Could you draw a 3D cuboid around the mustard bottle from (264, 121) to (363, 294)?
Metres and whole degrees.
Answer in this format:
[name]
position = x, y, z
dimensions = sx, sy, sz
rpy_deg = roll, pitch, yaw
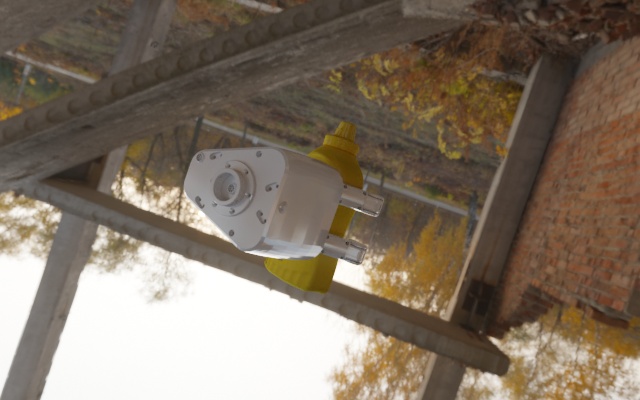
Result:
[mustard bottle]
position = 0.000, 0.002, 0.548
dimensions = 0.058, 0.191, 0.096
rpy_deg = 18, 2, -38
